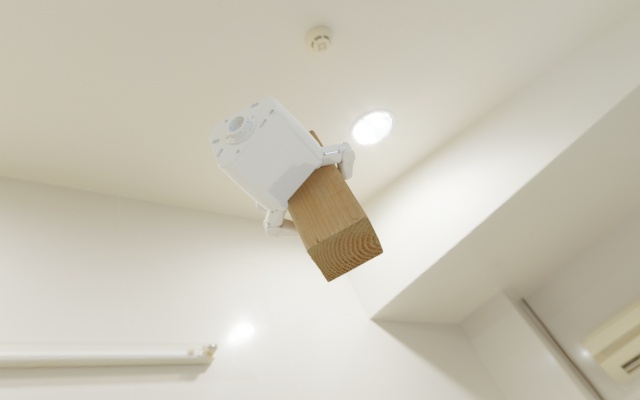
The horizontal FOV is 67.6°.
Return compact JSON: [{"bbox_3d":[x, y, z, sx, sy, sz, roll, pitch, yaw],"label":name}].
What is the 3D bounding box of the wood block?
[{"bbox_3d":[0.000,0.002,0.698,0.091,0.206,0.090,-29,-44,1],"label":"wood block"}]
